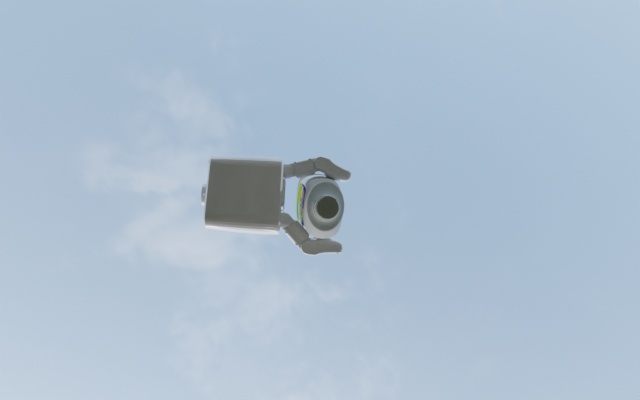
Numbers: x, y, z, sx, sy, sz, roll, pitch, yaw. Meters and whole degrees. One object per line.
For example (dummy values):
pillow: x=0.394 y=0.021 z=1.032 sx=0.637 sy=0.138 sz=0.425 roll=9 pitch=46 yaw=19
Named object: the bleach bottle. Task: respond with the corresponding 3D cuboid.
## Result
bleach bottle: x=0.000 y=0.002 z=0.712 sx=0.068 sy=0.102 sz=0.251 roll=4 pitch=-1 yaw=-4
